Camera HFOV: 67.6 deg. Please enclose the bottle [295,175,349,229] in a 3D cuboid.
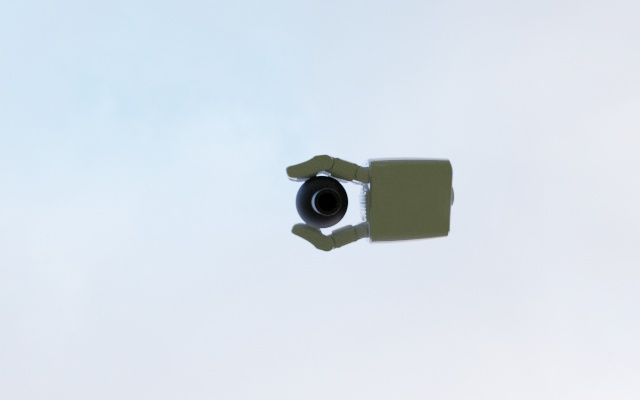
[{"bbox_3d":[0.000,0.002,0.629,0.069,0.069,0.296,0,0,-3],"label":"bottle"}]
